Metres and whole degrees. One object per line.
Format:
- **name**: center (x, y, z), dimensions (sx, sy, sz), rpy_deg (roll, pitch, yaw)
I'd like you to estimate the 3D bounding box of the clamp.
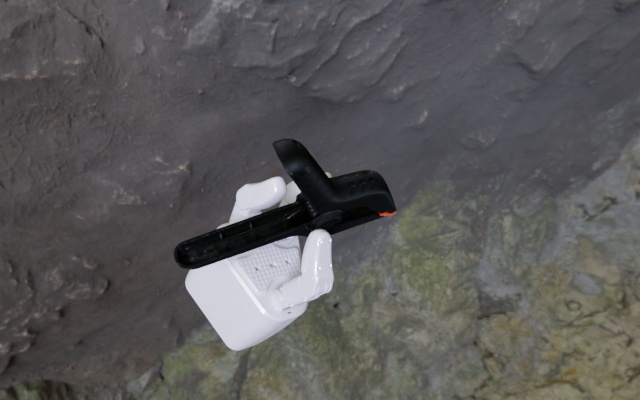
- **clamp**: center (0.001, 0.002, 0.404), dimensions (0.210, 0.036, 0.165), rpy_deg (-7, -25, -39)
